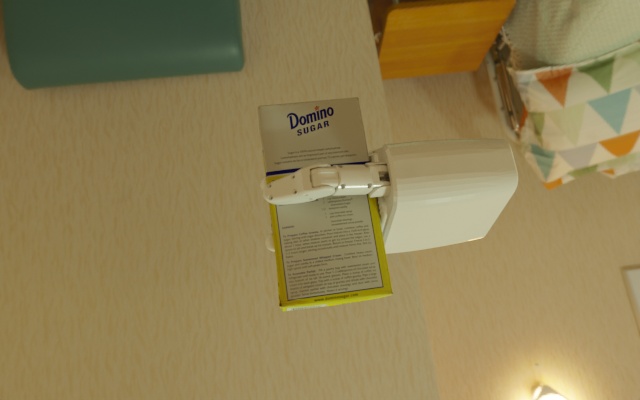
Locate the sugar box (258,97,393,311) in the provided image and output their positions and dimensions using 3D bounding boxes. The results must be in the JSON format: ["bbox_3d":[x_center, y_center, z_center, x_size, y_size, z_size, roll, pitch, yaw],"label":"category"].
[{"bbox_3d":[0.000,0.002,0.417,0.093,0.176,0.048,-6,-16,-7],"label":"sugar box"}]
